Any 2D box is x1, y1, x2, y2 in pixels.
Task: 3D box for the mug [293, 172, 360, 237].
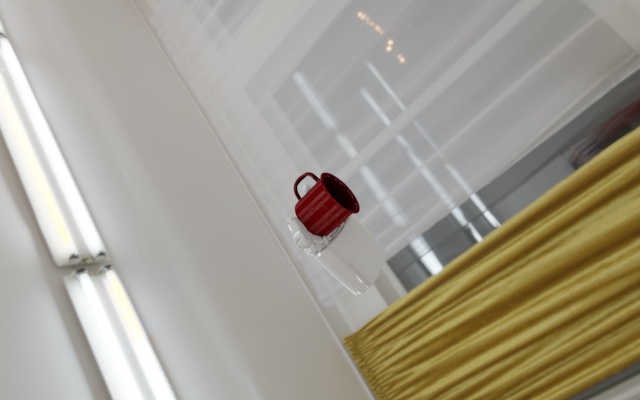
[{"bbox_3d":[-0.001,0.002,0.843,0.081,0.117,0.093,-44,3,24],"label":"mug"}]
